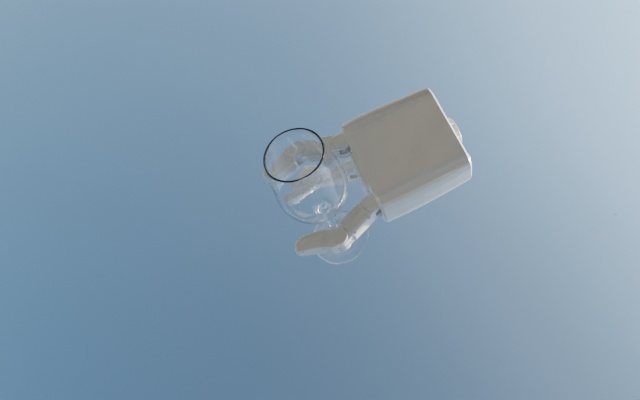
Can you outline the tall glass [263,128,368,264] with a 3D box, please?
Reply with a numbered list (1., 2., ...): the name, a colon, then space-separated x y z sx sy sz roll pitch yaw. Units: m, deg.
1. tall glass: 0.000 0.002 0.535 0.079 0.079 0.201 0 -27 17
